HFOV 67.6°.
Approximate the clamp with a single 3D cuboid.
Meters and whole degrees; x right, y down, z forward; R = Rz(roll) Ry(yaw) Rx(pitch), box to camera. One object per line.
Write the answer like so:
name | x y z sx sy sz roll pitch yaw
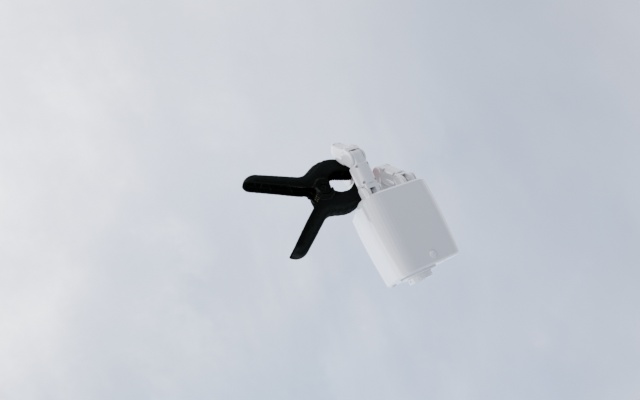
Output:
clamp | 0.000 0.002 0.602 0.171 0.120 0.039 -18 -17 -25
